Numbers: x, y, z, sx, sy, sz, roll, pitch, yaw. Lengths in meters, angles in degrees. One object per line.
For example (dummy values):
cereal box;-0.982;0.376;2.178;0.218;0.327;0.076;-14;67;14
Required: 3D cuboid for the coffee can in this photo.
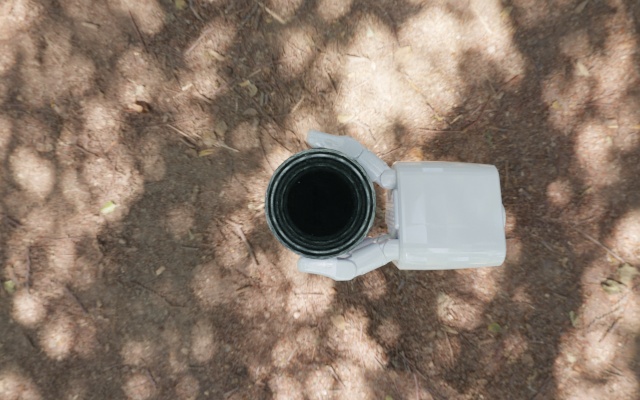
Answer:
coffee can;0.000;0.002;0.502;0.103;0.103;0.140;0;1;0
